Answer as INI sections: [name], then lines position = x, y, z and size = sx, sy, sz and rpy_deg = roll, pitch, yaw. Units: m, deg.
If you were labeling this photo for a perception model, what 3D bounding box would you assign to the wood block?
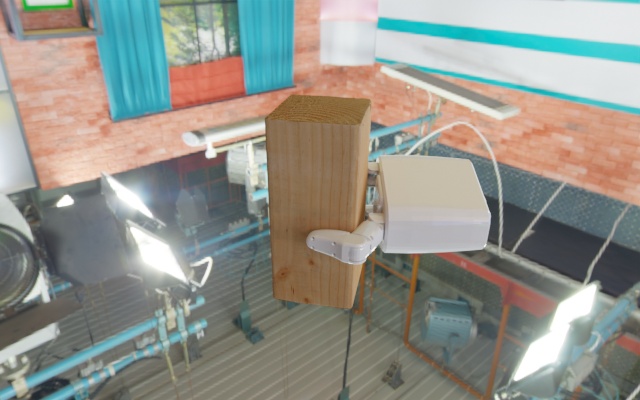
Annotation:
[wood block]
position = 0.000, 0.002, 0.508
size = 0.090, 0.206, 0.090
rpy_deg = 6, 27, 11
